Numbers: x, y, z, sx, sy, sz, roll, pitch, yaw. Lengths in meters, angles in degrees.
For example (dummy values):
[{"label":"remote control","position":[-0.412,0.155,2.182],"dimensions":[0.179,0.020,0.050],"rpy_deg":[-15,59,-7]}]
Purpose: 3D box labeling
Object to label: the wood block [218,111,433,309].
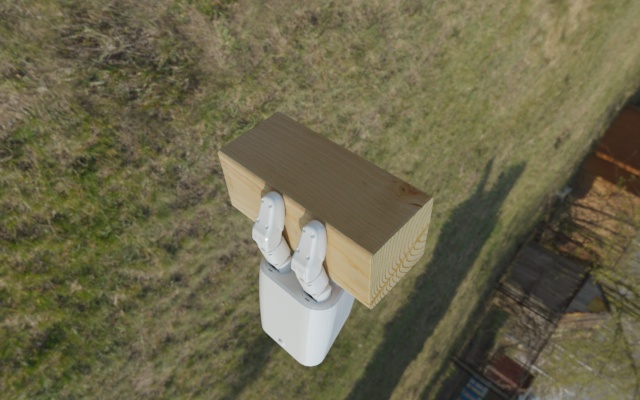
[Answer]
[{"label":"wood block","position":[0.000,0.002,0.493],"dimensions":[0.206,0.090,0.090],"rpy_deg":[33,57,30]}]
